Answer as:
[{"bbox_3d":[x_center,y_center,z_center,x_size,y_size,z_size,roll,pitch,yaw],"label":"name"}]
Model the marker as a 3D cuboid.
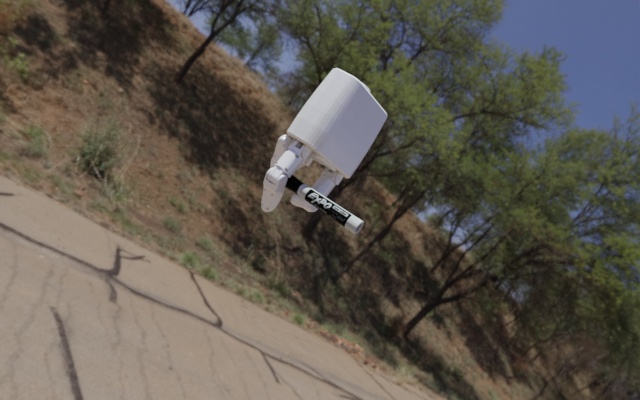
[{"bbox_3d":[0.000,0.002,0.595,0.121,0.020,0.020,34,14,22],"label":"marker"}]
